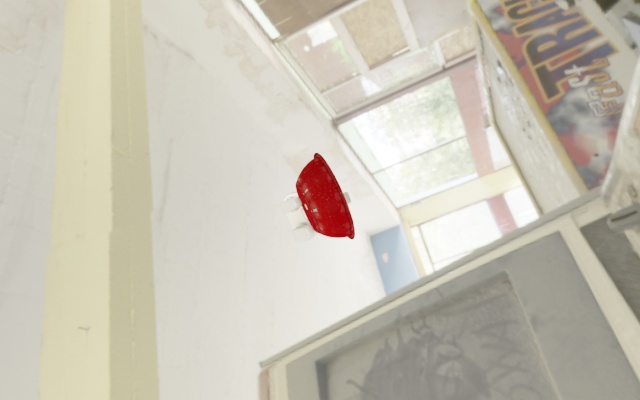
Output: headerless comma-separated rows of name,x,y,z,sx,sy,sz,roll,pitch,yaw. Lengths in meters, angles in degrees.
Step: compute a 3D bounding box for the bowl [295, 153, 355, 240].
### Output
bowl,0.000,0.002,0.814,0.055,0.162,0.162,-23,4,-9
